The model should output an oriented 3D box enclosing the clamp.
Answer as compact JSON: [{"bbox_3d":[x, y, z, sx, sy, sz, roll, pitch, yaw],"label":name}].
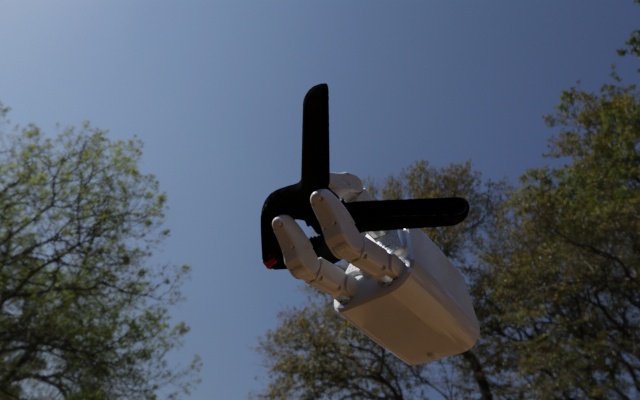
[{"bbox_3d":[0.000,0.001,0.433,0.210,0.164,0.036,-33,22,39],"label":"clamp"}]
